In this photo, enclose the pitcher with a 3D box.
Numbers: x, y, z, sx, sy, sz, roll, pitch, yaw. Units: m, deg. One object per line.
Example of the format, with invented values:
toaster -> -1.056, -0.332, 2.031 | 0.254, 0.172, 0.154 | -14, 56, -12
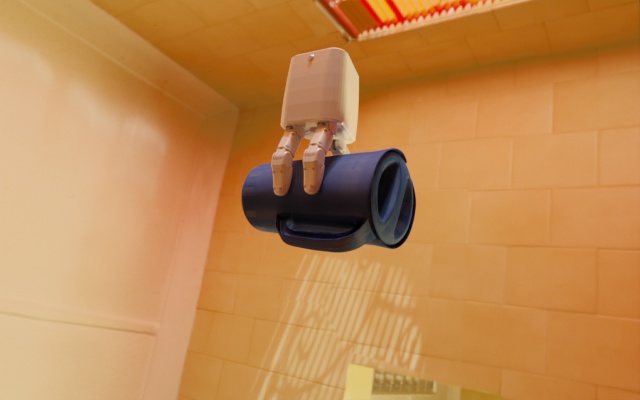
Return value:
pitcher -> 0.000, 0.002, 0.684 | 0.243, 0.145, 0.149 | 0, -9, 35
